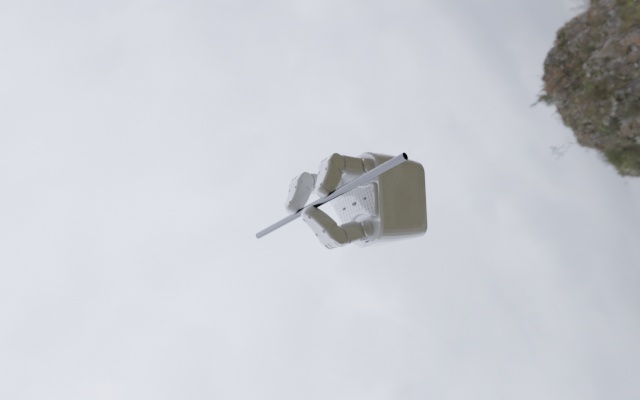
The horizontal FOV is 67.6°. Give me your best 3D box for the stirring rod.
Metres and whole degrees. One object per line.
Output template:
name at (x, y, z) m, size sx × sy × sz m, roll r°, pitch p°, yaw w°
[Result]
stirring rod at (0.000, 0.002, 0.524) m, size 0.011 × 0.011 × 0.239 m, roll 0°, pitch -21°, yaw -45°
